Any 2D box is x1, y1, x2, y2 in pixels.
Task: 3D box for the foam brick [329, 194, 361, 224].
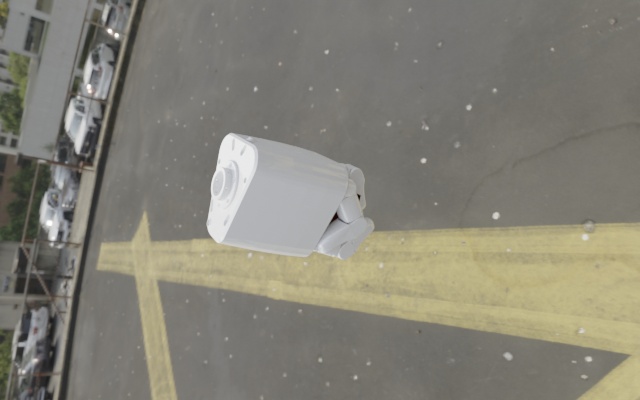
[{"bbox_3d":[0.000,0.002,0.565,0.051,0.053,0.078,11,11,-34],"label":"foam brick"}]
